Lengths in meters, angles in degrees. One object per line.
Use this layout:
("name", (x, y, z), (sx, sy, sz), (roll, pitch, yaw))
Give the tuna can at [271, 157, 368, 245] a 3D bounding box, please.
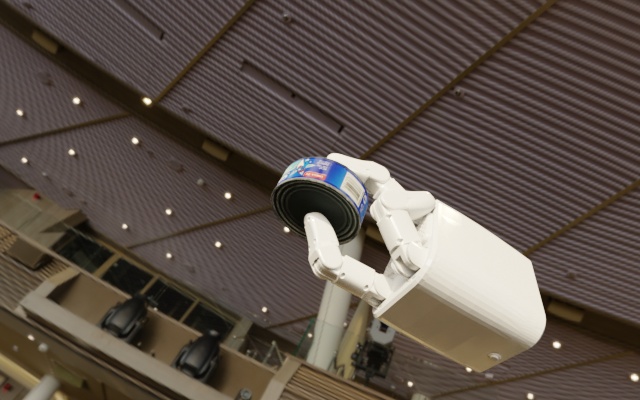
("tuna can", (0.000, 0.001, 0.440), (0.086, 0.086, 0.033), (0, 44, 27))
